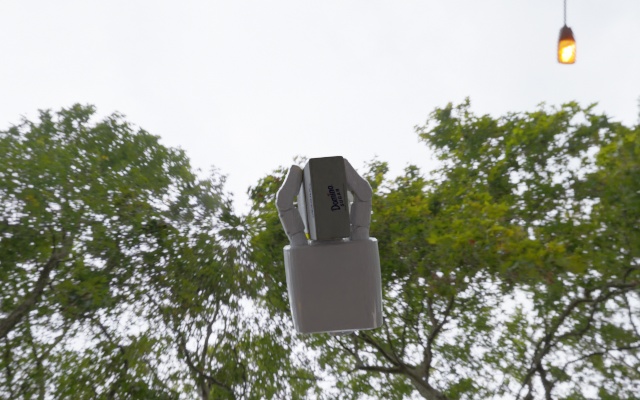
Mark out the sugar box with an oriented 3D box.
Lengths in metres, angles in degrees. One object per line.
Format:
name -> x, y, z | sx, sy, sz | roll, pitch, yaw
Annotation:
sugar box -> 0.001, 0.002, 0.603 | 0.048, 0.093, 0.176 | -5, -2, -10
